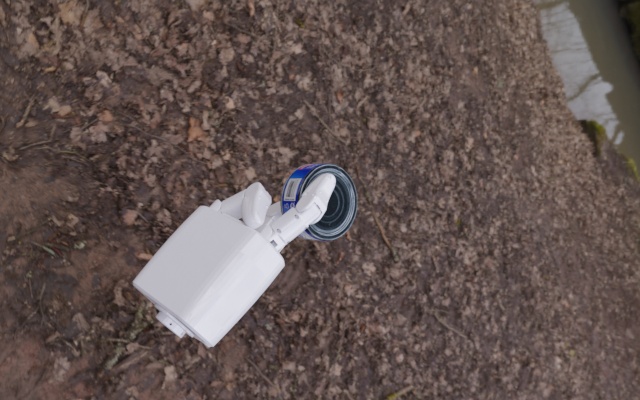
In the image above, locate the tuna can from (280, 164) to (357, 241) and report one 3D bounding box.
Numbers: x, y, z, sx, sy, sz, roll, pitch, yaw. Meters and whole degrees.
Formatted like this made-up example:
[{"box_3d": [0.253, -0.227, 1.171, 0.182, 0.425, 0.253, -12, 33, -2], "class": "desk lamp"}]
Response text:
[{"box_3d": [0.000, 0.002, 0.528, 0.086, 0.086, 0.034, 0, 1, -39], "class": "tuna can"}]
